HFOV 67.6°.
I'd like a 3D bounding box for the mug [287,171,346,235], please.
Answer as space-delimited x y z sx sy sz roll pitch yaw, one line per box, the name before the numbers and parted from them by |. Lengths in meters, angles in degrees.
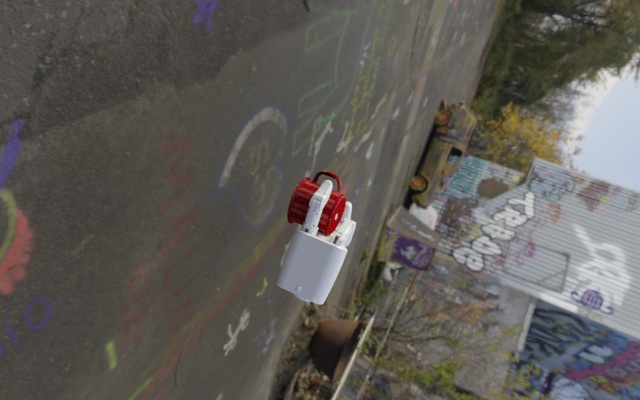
mug | 0.001 0.002 0.885 0.081 0.117 0.093 22 -1 16
